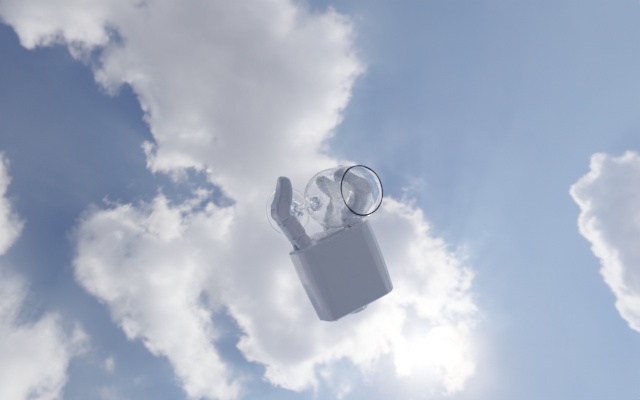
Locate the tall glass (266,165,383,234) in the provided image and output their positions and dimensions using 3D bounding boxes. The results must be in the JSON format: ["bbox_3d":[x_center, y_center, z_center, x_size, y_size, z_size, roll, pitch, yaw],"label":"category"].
[{"bbox_3d":[0.000,0.002,0.648,0.079,0.079,0.201,0,-9,-30],"label":"tall glass"}]
